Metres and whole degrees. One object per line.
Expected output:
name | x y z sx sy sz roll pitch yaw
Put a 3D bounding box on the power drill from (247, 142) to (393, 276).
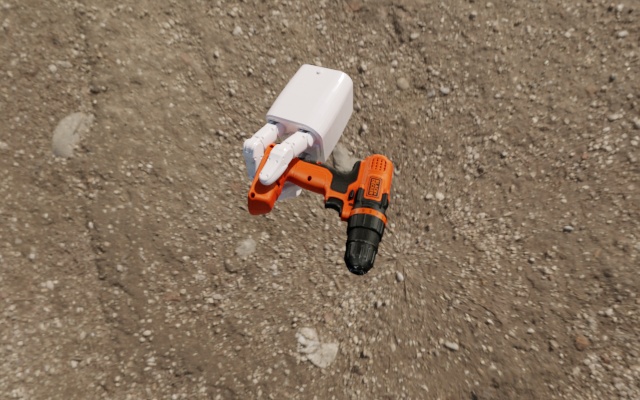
power drill | 0.000 0.002 0.654 0.187 0.184 0.057 14 -34 3
